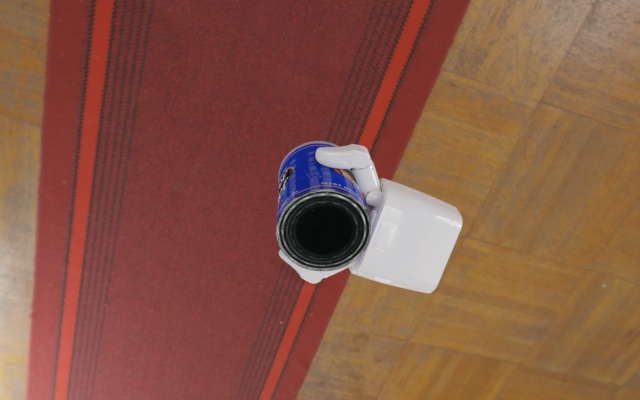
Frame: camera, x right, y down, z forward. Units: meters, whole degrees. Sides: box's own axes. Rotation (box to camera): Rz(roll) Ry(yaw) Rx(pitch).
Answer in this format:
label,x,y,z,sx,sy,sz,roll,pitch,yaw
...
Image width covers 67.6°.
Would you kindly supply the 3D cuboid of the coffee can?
label,x,y,z,sx,sy,sz,roll,pitch,yaw
coffee can,0.000,0.002,0.567,0.103,0.103,0.140,0,28,-4
